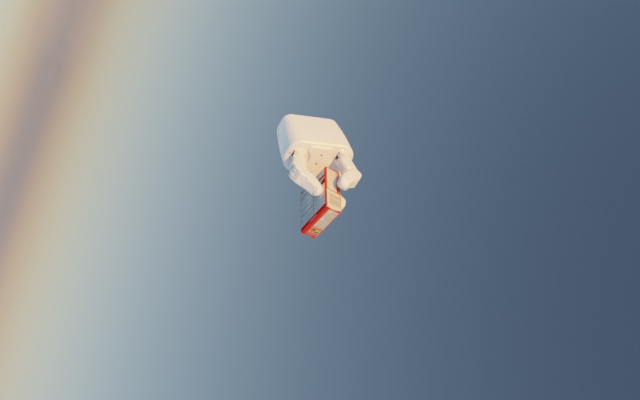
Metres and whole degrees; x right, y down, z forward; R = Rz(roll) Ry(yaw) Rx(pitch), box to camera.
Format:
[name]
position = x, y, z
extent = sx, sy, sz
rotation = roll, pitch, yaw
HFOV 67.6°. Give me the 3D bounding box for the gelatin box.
[gelatin box]
position = 0.000, 0.003, 0.741
extent = 0.030, 0.089, 0.073
rotation = 24, -49, -24
